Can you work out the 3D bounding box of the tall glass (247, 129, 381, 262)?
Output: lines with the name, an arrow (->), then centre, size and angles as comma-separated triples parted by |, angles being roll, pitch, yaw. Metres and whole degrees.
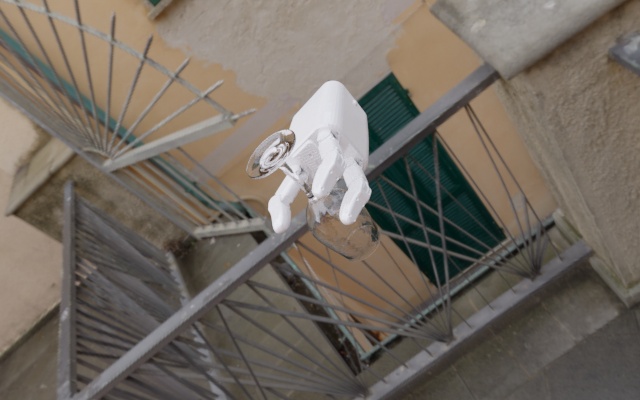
tall glass -> 0.000, 0.002, 0.614 | 0.079, 0.079, 0.201 | 0, -36, 46
